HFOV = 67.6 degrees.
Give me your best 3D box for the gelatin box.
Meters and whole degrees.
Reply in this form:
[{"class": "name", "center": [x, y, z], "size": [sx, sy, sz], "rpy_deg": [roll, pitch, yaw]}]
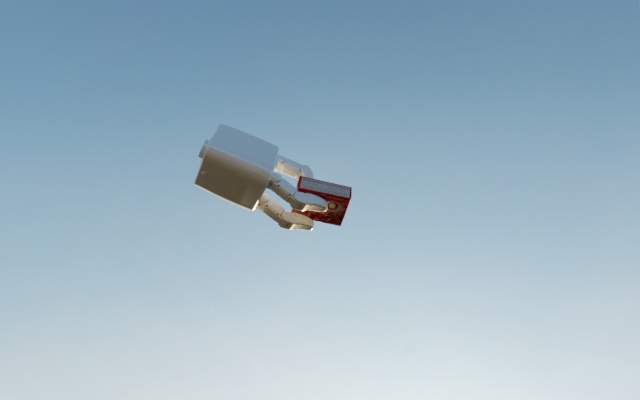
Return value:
[{"class": "gelatin box", "center": [0.001, 0.002, 0.785], "size": [0.089, 0.030, 0.073], "rpy_deg": [12, -42, -4]}]
